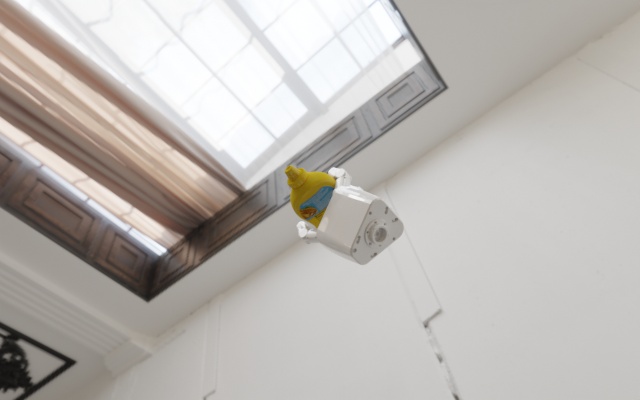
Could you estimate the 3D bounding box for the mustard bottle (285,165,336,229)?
[{"bbox_3d":[0.000,0.003,0.898,0.192,0.096,0.058,46,11,-30],"label":"mustard bottle"}]
